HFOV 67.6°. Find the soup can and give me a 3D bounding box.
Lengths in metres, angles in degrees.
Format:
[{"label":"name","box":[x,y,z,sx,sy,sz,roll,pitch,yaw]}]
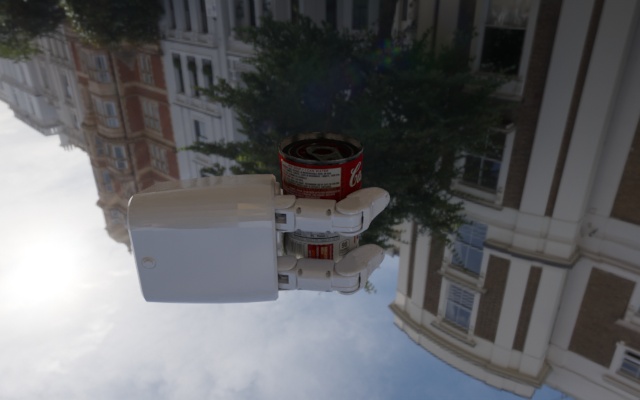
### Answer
[{"label":"soup can","box":[0.001,0.002,0.404,0.068,0.102,0.068,0,26,0]}]
